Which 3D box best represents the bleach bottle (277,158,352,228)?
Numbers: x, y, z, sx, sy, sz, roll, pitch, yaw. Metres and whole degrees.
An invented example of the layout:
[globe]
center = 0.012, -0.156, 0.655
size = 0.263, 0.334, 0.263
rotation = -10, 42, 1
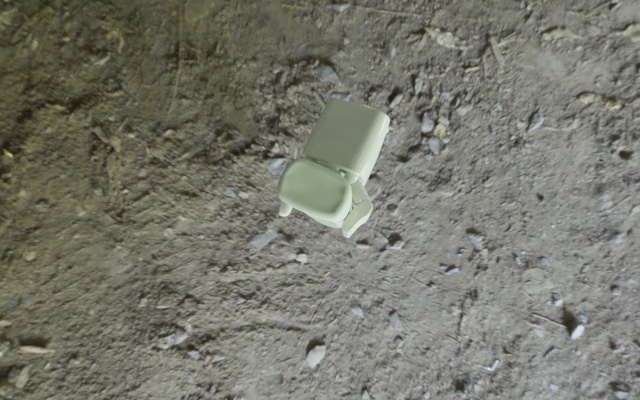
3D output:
[bleach bottle]
center = 0.000, 0.003, 0.768
size = 0.102, 0.068, 0.251
rotation = 24, -6, 6
